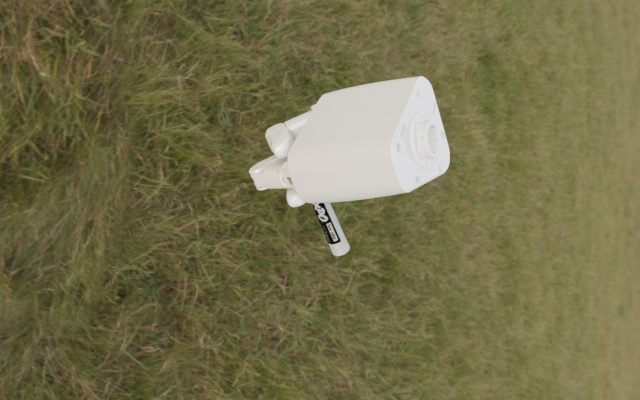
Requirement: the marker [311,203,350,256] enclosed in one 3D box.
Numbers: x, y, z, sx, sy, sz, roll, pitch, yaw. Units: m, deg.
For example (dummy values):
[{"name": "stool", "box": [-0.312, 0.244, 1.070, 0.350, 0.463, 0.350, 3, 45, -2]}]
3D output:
[{"name": "marker", "box": [0.000, 0.002, 0.472, 0.020, 0.121, 0.020, -19, 24, 9]}]
